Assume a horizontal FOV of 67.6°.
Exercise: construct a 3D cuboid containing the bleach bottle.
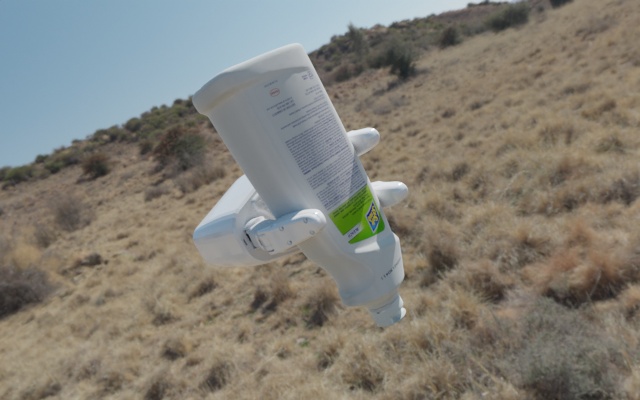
[{"bbox_3d":[0.000,0.001,0.406,0.102,0.251,0.068,-36,12,-37],"label":"bleach bottle"}]
